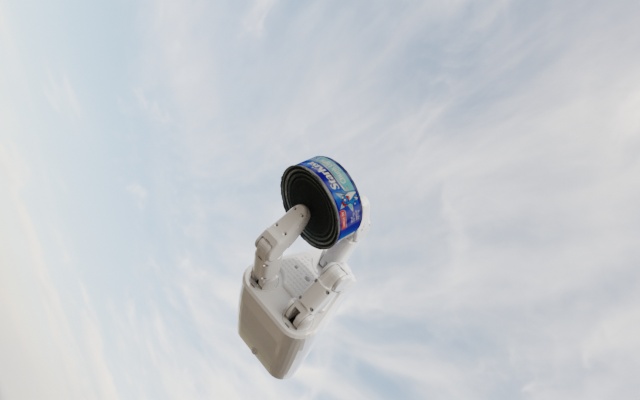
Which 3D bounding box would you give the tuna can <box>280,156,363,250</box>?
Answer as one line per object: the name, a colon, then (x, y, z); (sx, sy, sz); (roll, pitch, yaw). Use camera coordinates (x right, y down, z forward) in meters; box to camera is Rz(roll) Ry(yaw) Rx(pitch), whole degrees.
tuna can: (0.001, 0.001, 0.456); (0.033, 0.086, 0.086); (-26, 14, -32)
